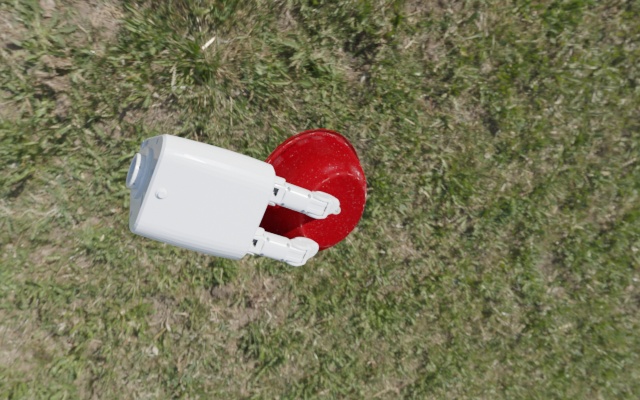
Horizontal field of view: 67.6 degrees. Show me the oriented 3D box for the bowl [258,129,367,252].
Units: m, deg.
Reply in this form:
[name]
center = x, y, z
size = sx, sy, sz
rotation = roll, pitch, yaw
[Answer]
[bowl]
center = 0.001, 0.002, 0.556
size = 0.162, 0.162, 0.055
rotation = 0, 23, -40
